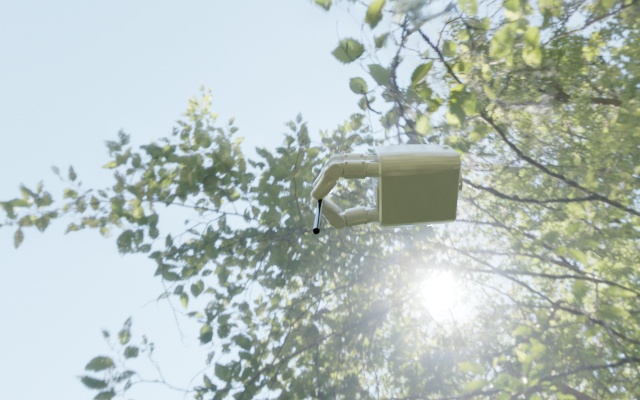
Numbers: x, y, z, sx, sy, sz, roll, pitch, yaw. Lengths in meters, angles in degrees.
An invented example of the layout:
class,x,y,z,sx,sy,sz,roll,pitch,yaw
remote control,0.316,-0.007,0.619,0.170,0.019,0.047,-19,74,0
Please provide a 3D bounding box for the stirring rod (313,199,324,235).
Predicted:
class,x,y,z,sx,sy,sz,roll,pitch,yaw
stirring rod,0.000,0.002,0.637,0.011,0.011,0.239,0,15,2
